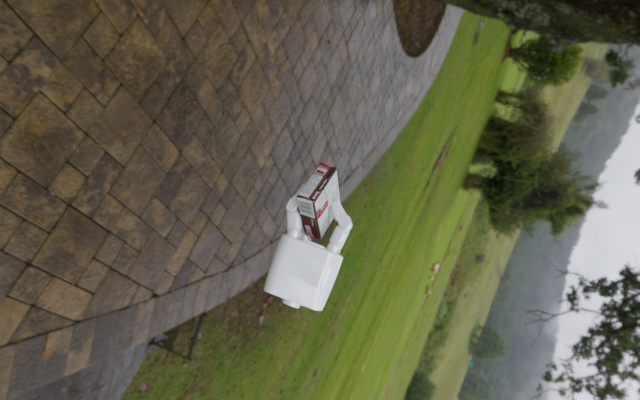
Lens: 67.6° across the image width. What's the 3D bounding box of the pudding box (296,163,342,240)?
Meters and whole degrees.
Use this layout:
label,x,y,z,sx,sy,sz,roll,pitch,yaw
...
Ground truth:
label,x,y,z,sx,sy,sz,roll,pitch,yaw
pudding box,0.000,0.003,0.871,0.039,0.090,0.114,19,-35,21
